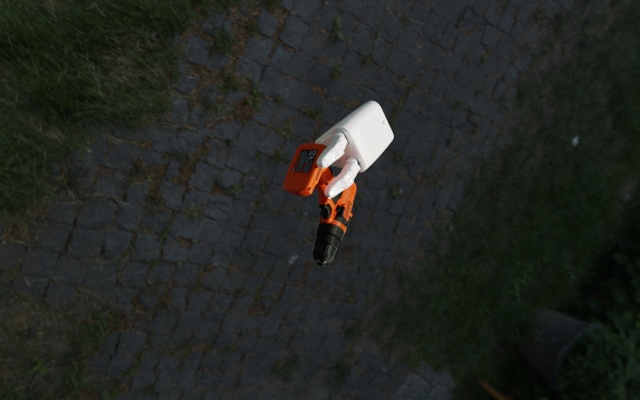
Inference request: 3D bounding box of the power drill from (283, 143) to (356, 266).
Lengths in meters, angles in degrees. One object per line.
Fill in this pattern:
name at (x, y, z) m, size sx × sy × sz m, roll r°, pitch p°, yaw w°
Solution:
power drill at (0.000, 0.002, 0.864) m, size 0.057 × 0.184 × 0.188 m, roll 2°, pitch -32°, yaw 26°
